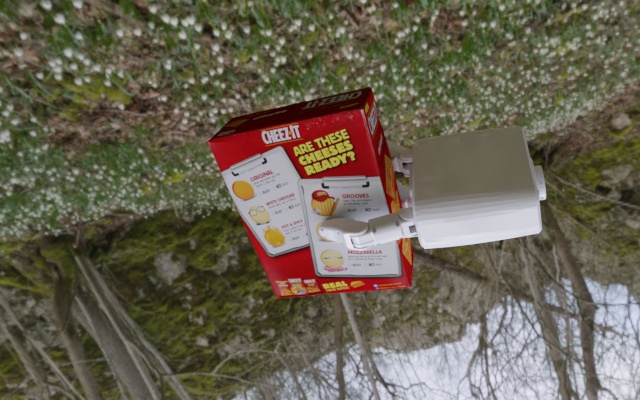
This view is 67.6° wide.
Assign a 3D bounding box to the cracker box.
[{"bbox_3d":[0.000,0.002,0.520,0.164,0.214,0.072,-8,29,19],"label":"cracker box"}]
